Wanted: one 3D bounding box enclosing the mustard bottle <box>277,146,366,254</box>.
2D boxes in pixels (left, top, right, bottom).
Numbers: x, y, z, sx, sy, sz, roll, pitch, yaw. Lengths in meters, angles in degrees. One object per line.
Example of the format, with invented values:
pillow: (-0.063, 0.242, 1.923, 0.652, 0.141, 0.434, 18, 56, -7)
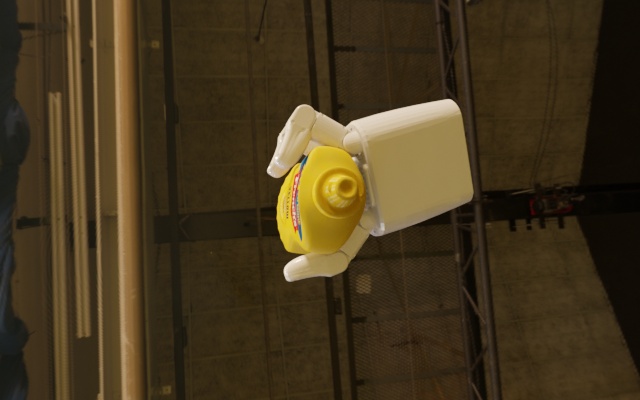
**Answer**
mustard bottle: (0.000, 0.002, 0.445, 0.058, 0.096, 0.191, 8, -8, -12)
